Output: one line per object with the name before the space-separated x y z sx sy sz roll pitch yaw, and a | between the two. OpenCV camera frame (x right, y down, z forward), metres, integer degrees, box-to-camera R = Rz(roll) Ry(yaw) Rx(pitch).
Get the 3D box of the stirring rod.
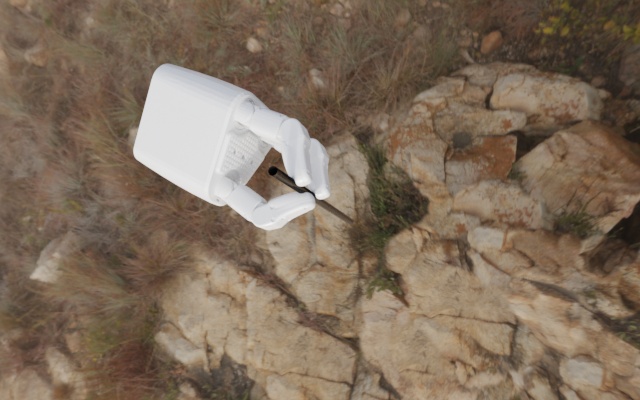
stirring rod | 0.000 0.002 0.485 0.011 0.011 0.239 0 -12 19
